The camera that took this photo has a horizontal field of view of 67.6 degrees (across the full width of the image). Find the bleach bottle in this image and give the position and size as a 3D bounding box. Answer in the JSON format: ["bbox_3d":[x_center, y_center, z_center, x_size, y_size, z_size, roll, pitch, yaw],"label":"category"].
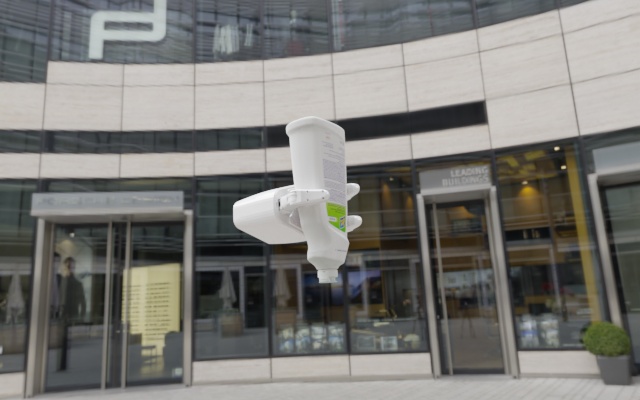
[{"bbox_3d":[0.000,0.002,0.754,0.068,0.250,0.102,-12,-15,38],"label":"bleach bottle"}]
